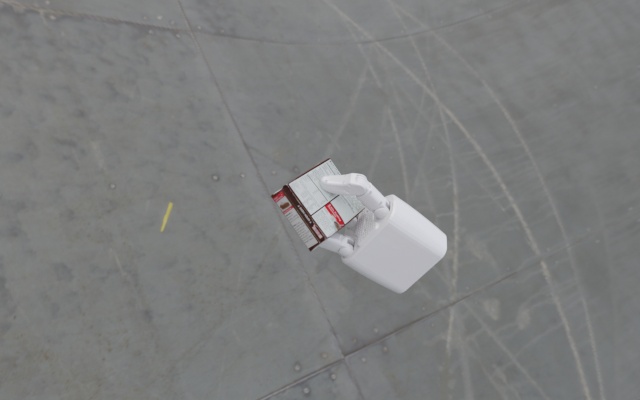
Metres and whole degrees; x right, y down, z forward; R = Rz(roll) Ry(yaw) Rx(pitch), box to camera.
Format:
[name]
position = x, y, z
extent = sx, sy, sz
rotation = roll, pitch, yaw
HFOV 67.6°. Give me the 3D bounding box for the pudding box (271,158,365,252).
[pudding box]
position = 0.000, 0.002, 0.639
extent = 0.039, 0.090, 0.113
rotation = -37, -1, 38
